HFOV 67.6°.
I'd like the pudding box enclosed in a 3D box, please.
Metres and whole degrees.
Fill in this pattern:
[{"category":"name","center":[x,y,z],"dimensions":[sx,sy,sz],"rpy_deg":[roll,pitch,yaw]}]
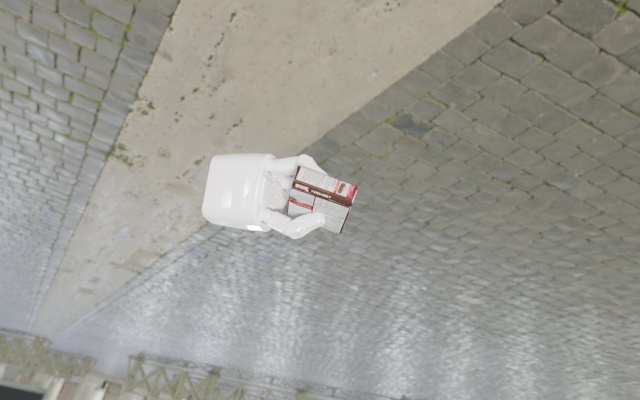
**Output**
[{"category":"pudding box","center":[0.000,0.002,0.690],"dimensions":[0.090,0.039,0.113],"rpy_deg":[19,-22,2]}]
